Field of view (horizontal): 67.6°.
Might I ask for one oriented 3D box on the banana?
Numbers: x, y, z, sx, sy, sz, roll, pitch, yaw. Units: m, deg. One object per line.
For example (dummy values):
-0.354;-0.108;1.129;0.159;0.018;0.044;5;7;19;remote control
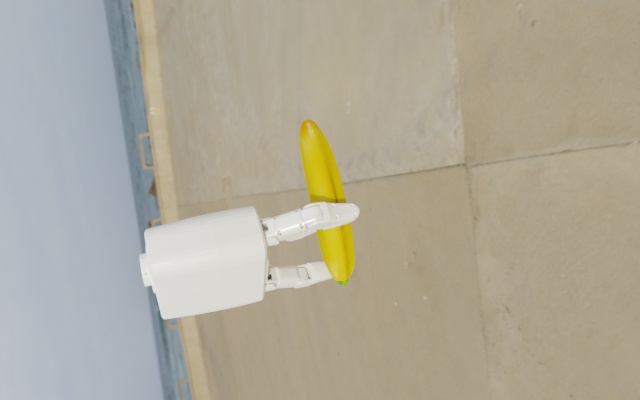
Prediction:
0.006;0.005;0.524;0.037;0.198;0.069;-12;4;-15;banana
